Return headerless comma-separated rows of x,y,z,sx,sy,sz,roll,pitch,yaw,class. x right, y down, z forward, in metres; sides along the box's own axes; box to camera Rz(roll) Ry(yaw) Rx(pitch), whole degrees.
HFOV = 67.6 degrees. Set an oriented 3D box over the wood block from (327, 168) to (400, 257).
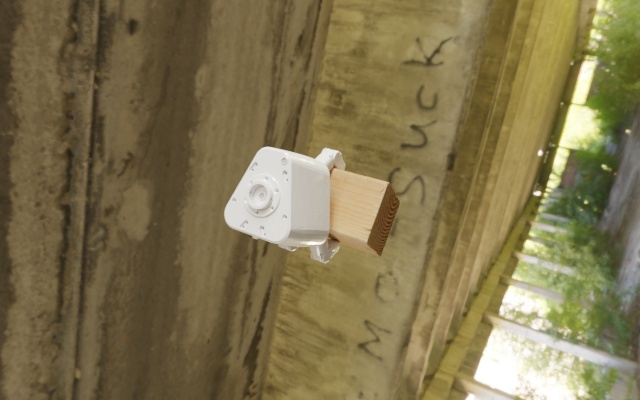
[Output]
0.000,0.002,0.706,0.206,0.091,0.090,17,-11,24,wood block
